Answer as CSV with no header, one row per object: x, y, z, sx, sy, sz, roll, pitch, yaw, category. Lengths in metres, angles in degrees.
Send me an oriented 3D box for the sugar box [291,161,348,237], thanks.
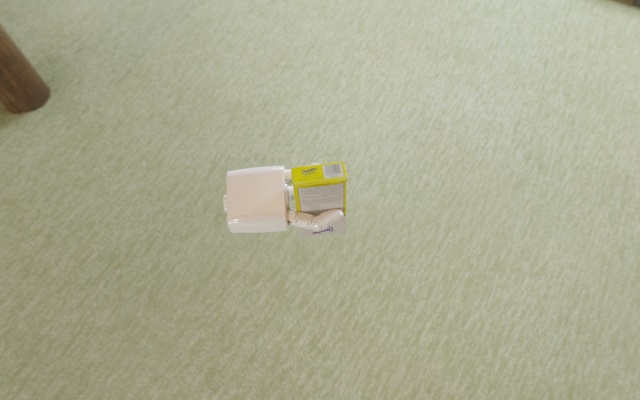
0.000,0.002,0.871,0.093,0.048,0.176,-6,-31,-3,sugar box
